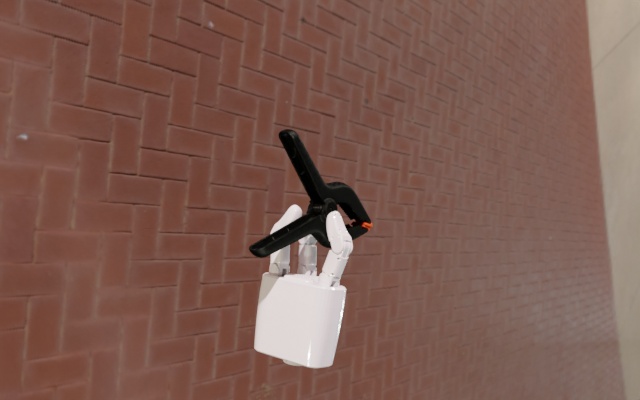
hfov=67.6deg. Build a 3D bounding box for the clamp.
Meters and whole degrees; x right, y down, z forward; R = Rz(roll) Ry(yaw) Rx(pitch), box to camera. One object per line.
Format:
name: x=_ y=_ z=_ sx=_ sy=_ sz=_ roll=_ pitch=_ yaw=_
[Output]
clamp: x=0.001 y=0.003 z=0.655 sx=0.036 sy=0.164 sz=0.210 roll=8 pitch=-3 yaw=44
